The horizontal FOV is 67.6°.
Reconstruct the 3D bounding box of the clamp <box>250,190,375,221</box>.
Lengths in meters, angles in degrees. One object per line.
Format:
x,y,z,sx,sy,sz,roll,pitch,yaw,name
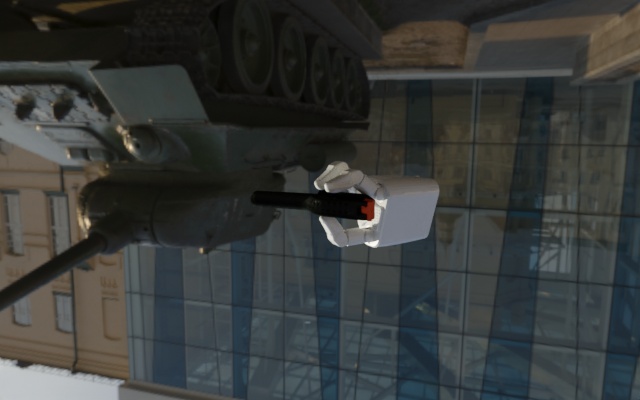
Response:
0.001,0.003,0.716,0.164,0.036,0.210,-5,10,-28,clamp
